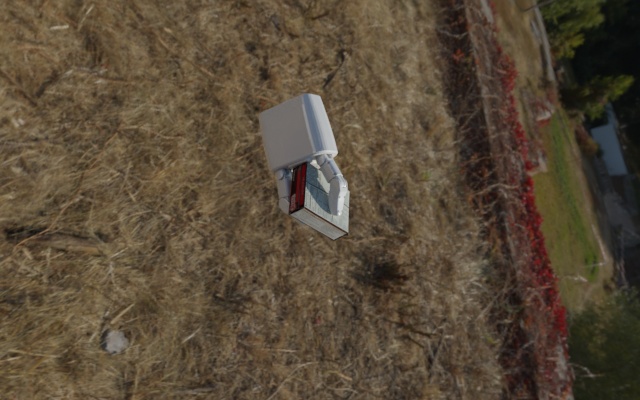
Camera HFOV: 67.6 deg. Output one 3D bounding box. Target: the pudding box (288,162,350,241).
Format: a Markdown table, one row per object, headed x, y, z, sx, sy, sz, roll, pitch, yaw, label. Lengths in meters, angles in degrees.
| x | y | z | sx | sy | sz | roll | pitch | yaw | label |
| --- | --- | --- | --- | --- | --- | --- | --- | --- | --- |
| 0.000 | 0.002 | 0.783 | 0.039 | 0.090 | 0.113 | -25 | -42 | 38 | pudding box |
